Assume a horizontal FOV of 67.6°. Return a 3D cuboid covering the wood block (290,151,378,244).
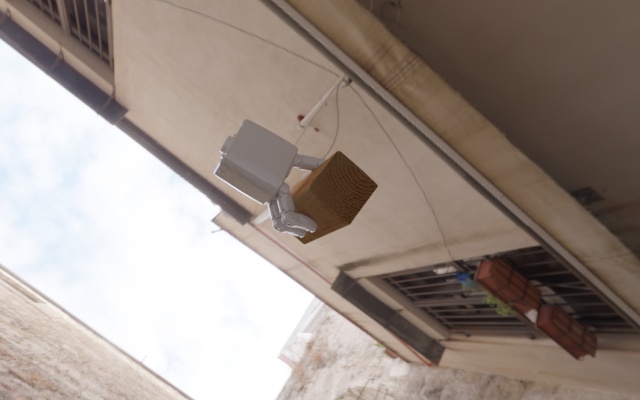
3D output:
[{"bbox_3d":[0.000,0.002,0.841,0.090,0.090,0.206,41,-24,-8],"label":"wood block"}]
